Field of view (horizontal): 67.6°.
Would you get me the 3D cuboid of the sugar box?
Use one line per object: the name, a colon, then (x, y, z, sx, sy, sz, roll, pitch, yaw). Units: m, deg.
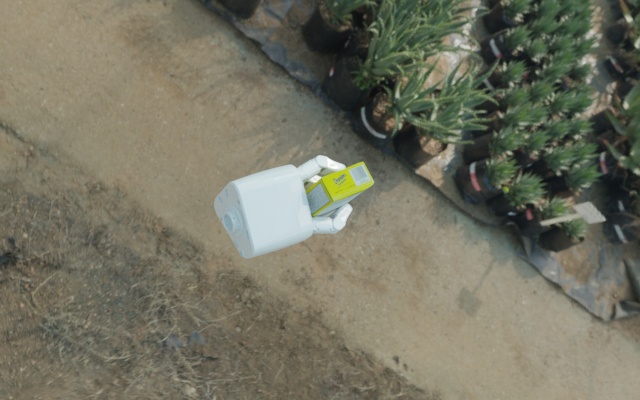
sugar box: (0.000, 0.002, 0.778, 0.093, 0.048, 0.176, -22, -7, -37)
